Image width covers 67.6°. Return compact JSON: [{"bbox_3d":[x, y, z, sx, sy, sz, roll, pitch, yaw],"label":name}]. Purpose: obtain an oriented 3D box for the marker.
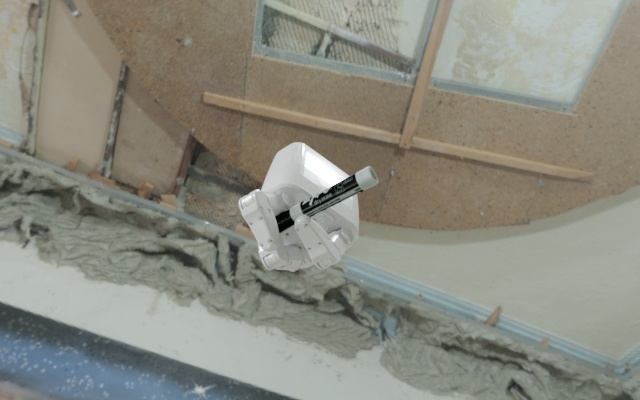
[{"bbox_3d":[0.000,0.002,0.468,0.121,0.020,0.020,-27,-11,21],"label":"marker"}]
